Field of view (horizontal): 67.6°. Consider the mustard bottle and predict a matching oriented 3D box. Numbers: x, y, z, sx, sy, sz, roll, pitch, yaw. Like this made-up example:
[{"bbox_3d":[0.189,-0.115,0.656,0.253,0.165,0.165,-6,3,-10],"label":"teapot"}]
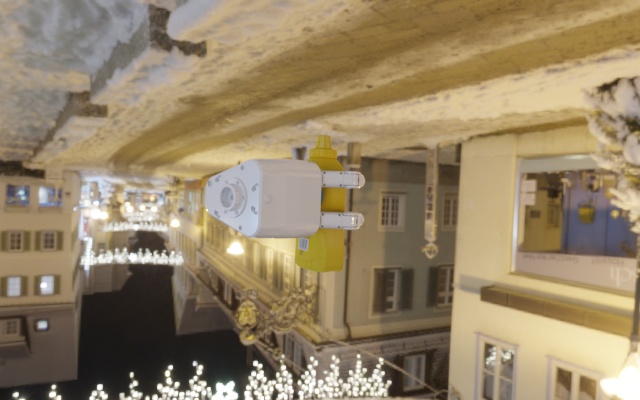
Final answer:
[{"bbox_3d":[0.000,0.003,0.690,0.058,0.191,0.096,1,2,-26],"label":"mustard bottle"}]
